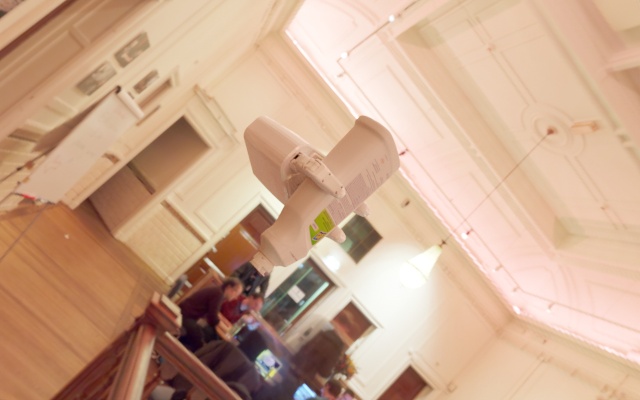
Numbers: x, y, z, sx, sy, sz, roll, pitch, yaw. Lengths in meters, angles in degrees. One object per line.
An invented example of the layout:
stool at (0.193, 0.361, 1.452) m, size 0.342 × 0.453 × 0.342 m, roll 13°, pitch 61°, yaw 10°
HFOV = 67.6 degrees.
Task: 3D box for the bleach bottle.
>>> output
bleach bottle at (0.000, 0.002, 0.658) m, size 0.068 × 0.251 × 0.103 m, roll 39°, pitch -12°, yaw 35°
